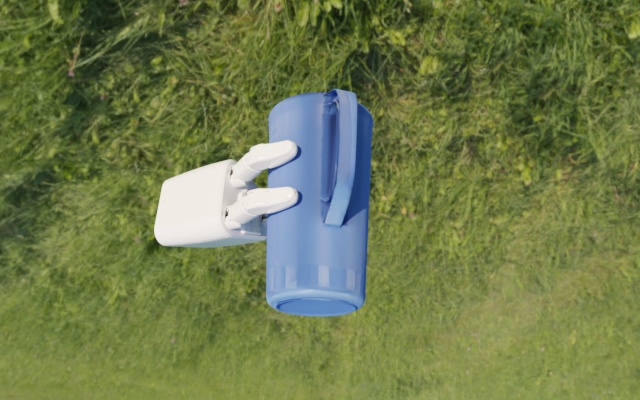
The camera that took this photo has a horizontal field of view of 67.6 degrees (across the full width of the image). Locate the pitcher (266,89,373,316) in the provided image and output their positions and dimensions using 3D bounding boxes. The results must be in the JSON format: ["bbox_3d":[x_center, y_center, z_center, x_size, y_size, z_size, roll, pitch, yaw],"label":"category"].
[{"bbox_3d":[0.000,0.002,0.554,0.145,0.242,0.149,-11,-27,25],"label":"pitcher"}]
